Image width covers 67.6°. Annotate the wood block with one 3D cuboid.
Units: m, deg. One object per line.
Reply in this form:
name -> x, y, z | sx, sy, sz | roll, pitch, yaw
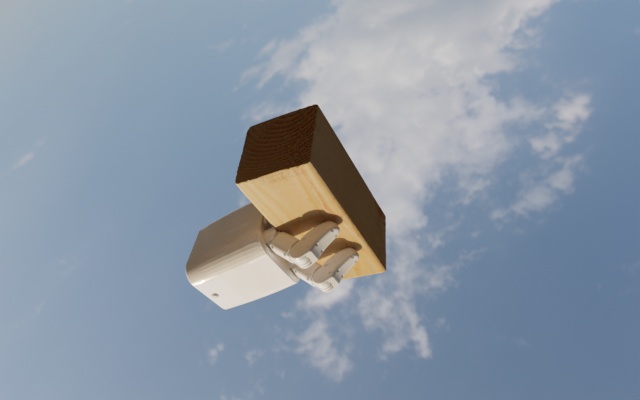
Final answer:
wood block -> 0.000, 0.002, 0.561 | 0.090, 0.090, 0.206 | -15, -43, 22
